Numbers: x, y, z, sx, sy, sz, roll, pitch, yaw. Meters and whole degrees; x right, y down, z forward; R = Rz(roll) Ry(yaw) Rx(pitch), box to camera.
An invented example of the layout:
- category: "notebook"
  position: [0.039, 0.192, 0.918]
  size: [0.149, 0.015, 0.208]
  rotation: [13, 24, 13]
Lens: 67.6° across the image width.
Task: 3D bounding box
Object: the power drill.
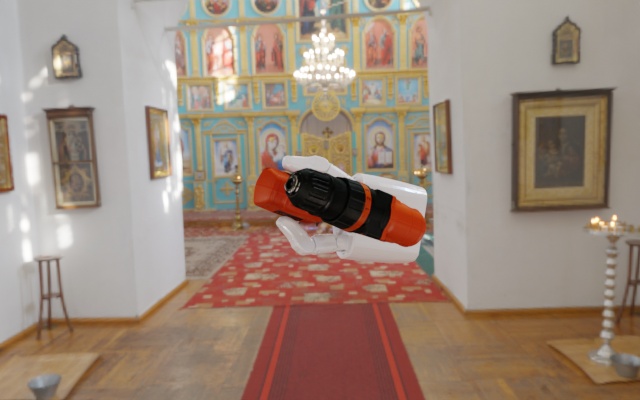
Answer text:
- category: "power drill"
  position: [0.000, 0.002, 0.547]
  size: [0.184, 0.057, 0.187]
  rotation: [22, -5, -37]
